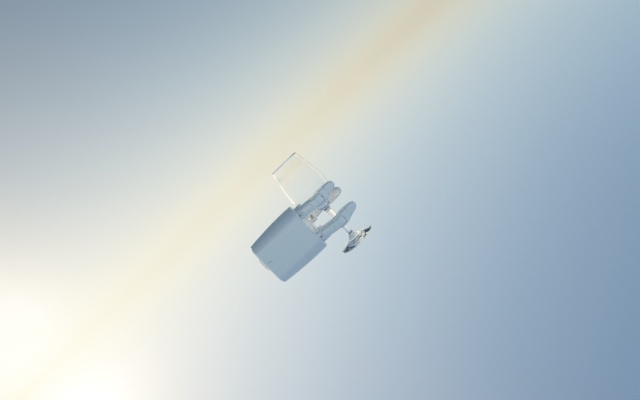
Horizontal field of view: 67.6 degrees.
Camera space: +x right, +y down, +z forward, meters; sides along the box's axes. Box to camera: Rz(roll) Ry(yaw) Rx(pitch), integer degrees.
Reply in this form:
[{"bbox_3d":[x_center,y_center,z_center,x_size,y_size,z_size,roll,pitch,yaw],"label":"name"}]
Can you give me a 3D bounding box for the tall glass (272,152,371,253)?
[{"bbox_3d":[0.001,0.003,0.888,0.079,0.201,0.079,-43,8,7],"label":"tall glass"}]
